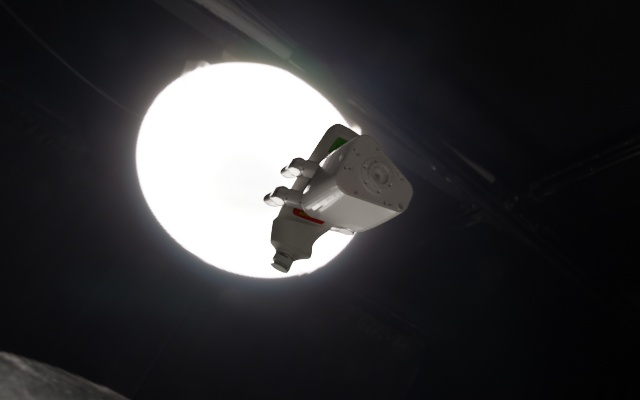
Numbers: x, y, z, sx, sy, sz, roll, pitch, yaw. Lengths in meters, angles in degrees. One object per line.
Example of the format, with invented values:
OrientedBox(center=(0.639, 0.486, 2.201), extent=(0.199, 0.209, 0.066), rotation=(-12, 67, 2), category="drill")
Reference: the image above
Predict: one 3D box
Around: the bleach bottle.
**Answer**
OrientedBox(center=(0.000, 0.002, 0.738), extent=(0.102, 0.250, 0.068), rotation=(34, -27, -12), category="bleach bottle")
